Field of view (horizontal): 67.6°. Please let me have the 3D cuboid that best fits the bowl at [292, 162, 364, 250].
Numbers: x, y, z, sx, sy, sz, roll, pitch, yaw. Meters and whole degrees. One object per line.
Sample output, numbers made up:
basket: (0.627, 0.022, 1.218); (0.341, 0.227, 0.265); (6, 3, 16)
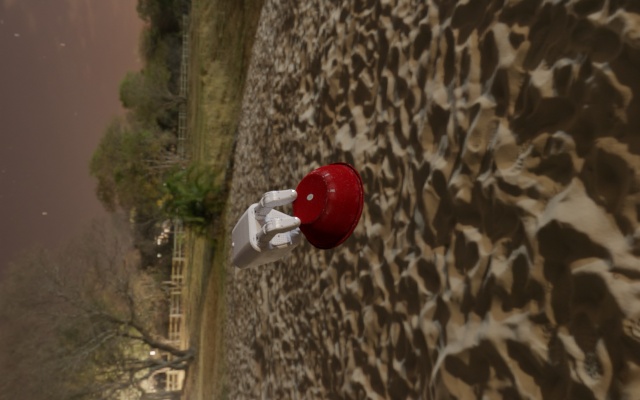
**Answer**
bowl: (0.001, 0.002, 0.841); (0.055, 0.162, 0.162); (18, -12, -41)
